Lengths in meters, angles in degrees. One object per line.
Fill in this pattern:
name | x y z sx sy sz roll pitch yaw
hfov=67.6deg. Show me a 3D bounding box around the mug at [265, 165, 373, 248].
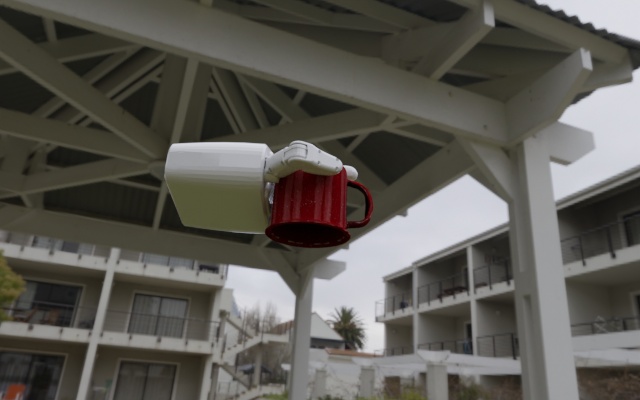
mug | 0.002 0.002 0.531 0.117 0.081 0.093 2 -22 3
